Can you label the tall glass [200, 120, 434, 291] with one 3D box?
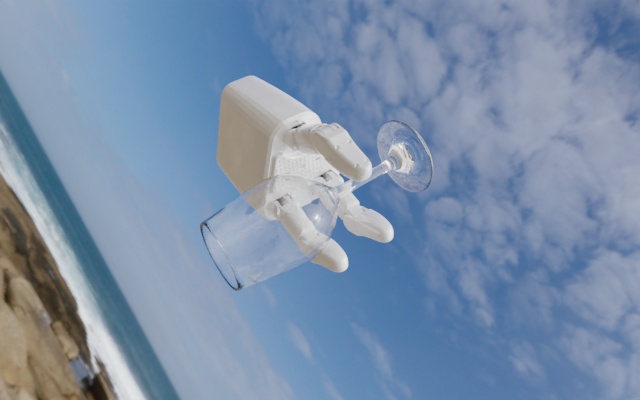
[{"bbox_3d":[0.001,0.001,0.415,0.201,0.079,0.079,-29,13,-24],"label":"tall glass"}]
